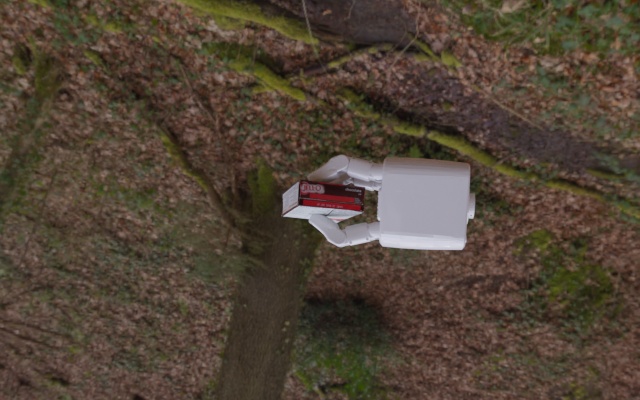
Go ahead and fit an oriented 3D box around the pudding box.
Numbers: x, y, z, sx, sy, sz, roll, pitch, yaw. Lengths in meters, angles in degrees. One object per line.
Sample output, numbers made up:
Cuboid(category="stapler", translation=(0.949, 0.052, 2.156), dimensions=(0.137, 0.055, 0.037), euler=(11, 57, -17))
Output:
Cuboid(category="pudding box", translation=(0.000, 0.002, 0.653), dimensions=(0.090, 0.039, 0.113), euler=(7, -12, -15))
